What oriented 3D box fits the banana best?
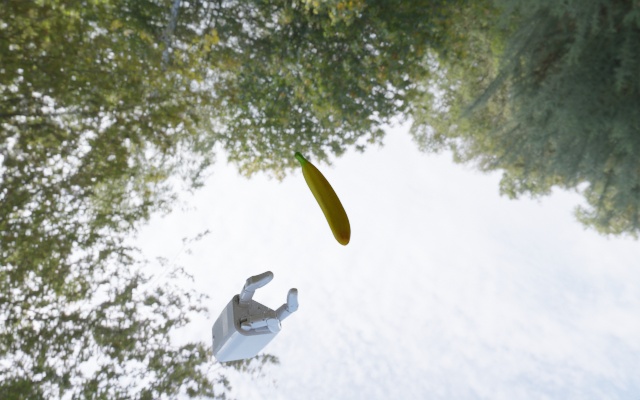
[{"bbox_3d":[0.009,0.003,0.823,0.037,0.197,0.069,-42,-31,20],"label":"banana"}]
